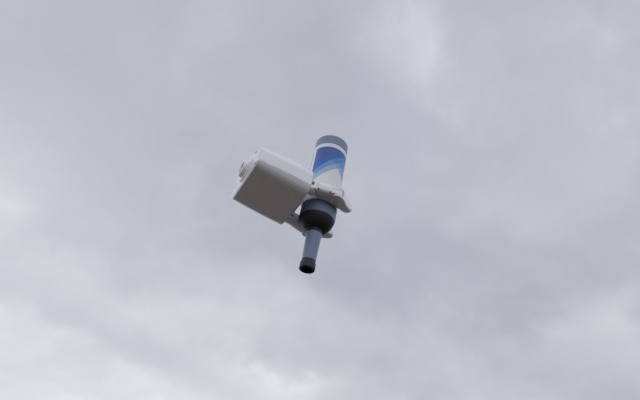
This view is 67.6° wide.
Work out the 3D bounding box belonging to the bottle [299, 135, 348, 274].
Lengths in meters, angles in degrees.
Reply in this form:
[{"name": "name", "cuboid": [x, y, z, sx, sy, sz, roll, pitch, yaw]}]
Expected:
[{"name": "bottle", "cuboid": [0.000, 0.003, 0.889, 0.069, 0.295, 0.069, 7, -38, 6]}]
